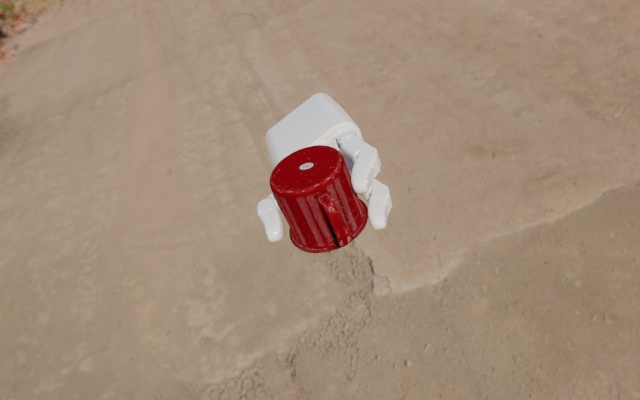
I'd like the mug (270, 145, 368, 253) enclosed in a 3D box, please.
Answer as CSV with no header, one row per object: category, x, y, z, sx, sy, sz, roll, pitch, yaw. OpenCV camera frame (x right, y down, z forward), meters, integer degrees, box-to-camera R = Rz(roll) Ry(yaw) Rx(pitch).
mug,0.000,0.002,0.500,0.093,0.082,0.117,-26,38,-3
